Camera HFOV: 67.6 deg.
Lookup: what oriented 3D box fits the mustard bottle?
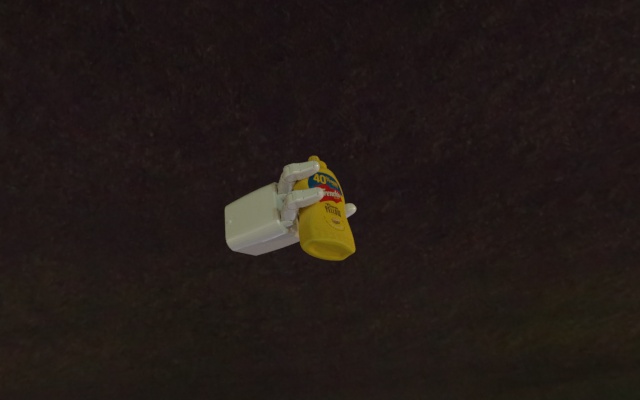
[{"bbox_3d":[0.000,0.003,0.802,0.096,0.191,0.058,19,-45,-35],"label":"mustard bottle"}]
